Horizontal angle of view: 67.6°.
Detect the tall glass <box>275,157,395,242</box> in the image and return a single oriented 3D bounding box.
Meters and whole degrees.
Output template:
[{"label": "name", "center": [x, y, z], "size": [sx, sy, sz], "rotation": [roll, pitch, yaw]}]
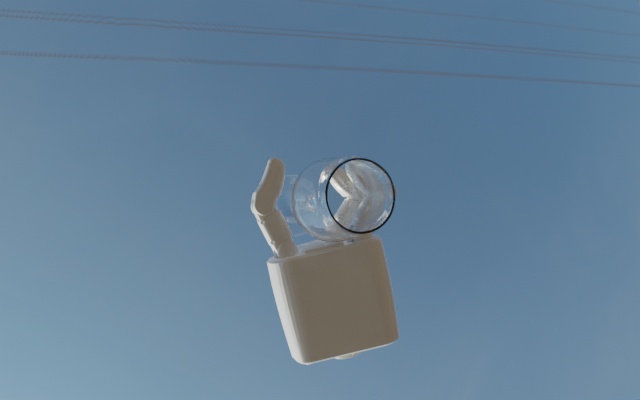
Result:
[{"label": "tall glass", "center": [0.000, 0.001, 0.475], "size": [0.079, 0.079, 0.201], "rotation": [0, -3, -19]}]
